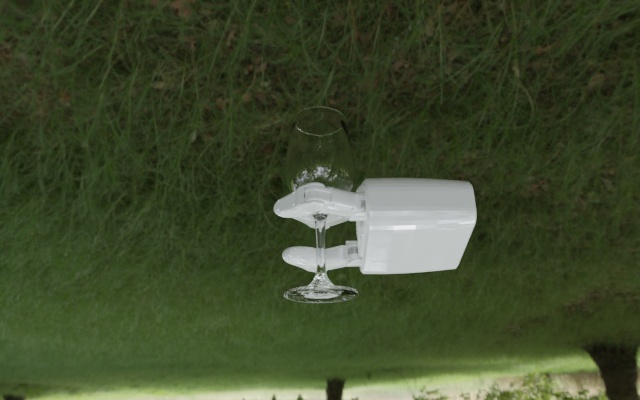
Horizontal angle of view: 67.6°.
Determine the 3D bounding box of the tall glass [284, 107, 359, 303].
[{"bbox_3d":[0.000,0.002,0.507,0.079,0.201,0.079,-1,-22,0],"label":"tall glass"}]
